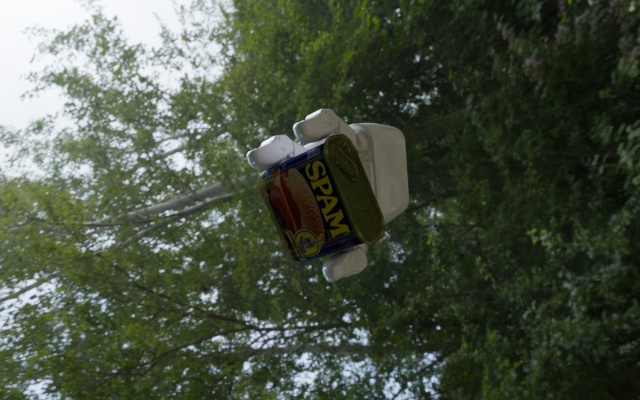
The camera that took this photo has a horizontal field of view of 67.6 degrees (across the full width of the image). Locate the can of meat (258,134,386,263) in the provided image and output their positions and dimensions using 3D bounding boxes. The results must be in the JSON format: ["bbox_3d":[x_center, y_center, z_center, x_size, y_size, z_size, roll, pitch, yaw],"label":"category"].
[{"bbox_3d":[0.000,0.002,0.446,0.084,0.102,0.057,-22,1,30],"label":"can of meat"}]
